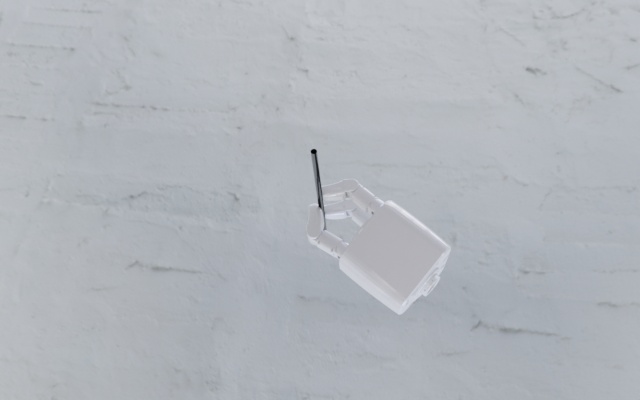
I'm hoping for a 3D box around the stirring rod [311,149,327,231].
[{"bbox_3d":[0.000,0.002,0.681,0.011,0.011,0.240,0,-31,5],"label":"stirring rod"}]
